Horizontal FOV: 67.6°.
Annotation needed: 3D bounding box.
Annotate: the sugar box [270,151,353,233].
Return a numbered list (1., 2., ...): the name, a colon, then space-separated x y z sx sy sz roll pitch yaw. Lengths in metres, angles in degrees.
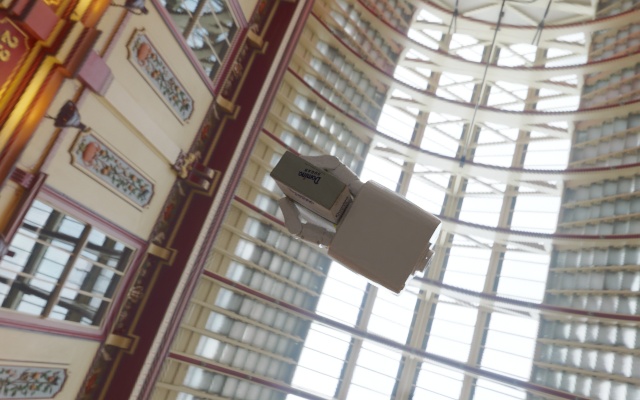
1. sugar box: 0.001 0.002 0.650 0.093 0.048 0.176 30 -13 18
